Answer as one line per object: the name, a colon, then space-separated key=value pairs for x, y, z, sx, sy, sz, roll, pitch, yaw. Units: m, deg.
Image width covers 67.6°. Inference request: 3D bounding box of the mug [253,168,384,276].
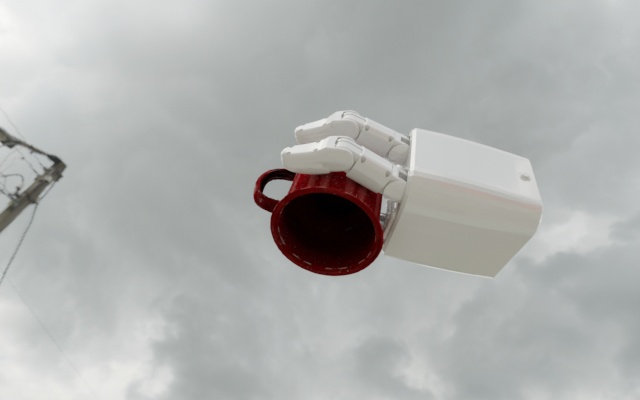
mug: x=-0.001 y=0.001 z=0.416 sx=0.117 sy=0.093 sz=0.081 roll=15 pitch=38 yaw=2
